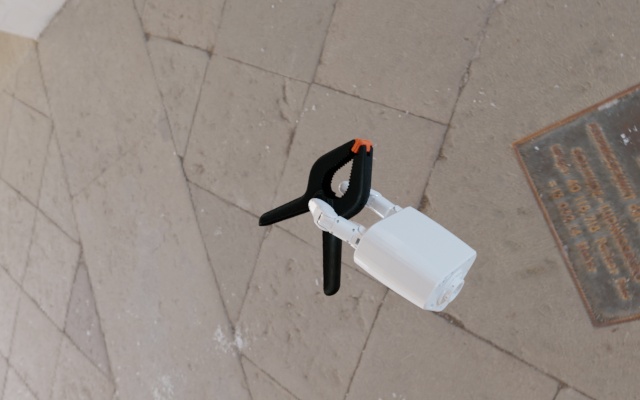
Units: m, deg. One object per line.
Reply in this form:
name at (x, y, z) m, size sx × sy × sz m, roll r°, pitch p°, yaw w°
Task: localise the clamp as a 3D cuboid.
clamp at (0.000, 0.002, 0.655) m, size 0.164 × 0.210 × 0.036 m, roll 35°, pitch 21°, yaw 28°
